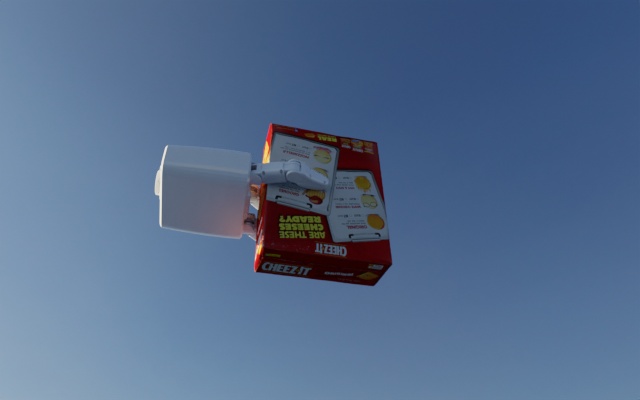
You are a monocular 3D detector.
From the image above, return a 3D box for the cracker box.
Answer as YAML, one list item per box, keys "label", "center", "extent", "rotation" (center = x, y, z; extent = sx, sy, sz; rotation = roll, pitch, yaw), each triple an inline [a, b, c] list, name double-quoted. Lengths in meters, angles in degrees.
- label: "cracker box"
  center: [0.000, 0.002, 0.652]
  extent: [0.164, 0.213, 0.072]
  rotation: [9, -39, -12]
